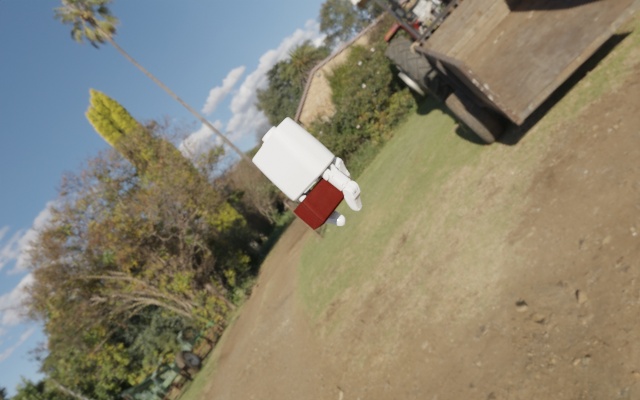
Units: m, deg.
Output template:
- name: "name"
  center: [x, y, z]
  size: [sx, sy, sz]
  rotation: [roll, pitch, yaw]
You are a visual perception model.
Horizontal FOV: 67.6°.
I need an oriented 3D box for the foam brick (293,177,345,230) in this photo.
- name: "foam brick"
  center: [0.000, 0.003, 0.824]
  size: [0.051, 0.078, 0.053]
  rotation: [42, -28, -5]
